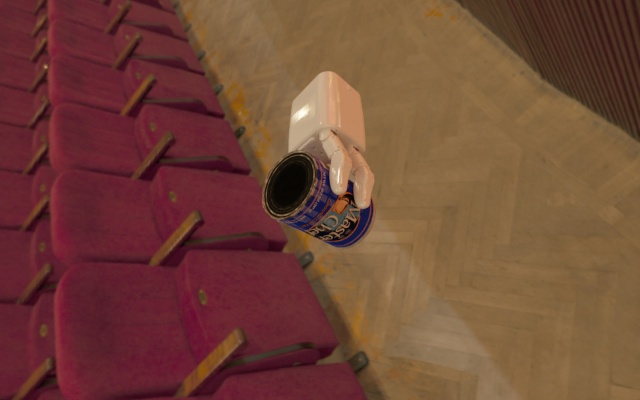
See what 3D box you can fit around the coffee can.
[{"bbox_3d":[0.000,0.003,0.697,0.103,0.102,0.140,0,-21,43],"label":"coffee can"}]
